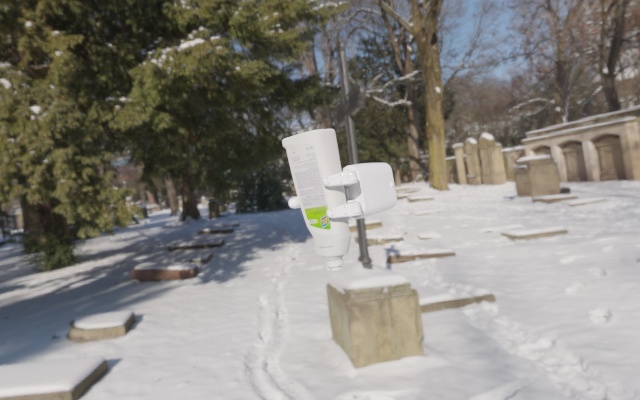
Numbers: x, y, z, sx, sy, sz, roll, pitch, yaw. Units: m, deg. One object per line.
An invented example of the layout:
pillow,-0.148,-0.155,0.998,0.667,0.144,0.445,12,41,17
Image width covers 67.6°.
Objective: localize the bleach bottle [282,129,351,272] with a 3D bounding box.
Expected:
bleach bottle,0.000,0.003,0.866,0.068,0.251,0.102,-12,3,-44
